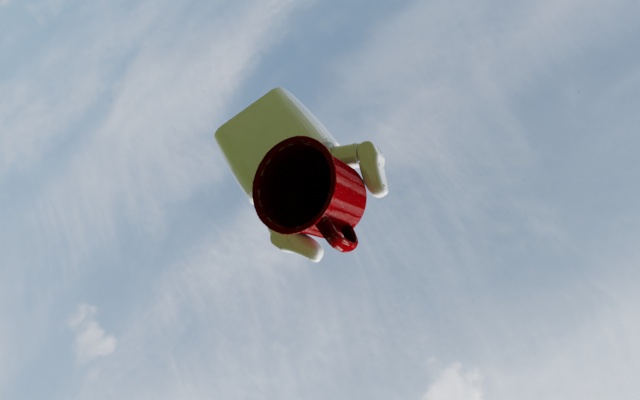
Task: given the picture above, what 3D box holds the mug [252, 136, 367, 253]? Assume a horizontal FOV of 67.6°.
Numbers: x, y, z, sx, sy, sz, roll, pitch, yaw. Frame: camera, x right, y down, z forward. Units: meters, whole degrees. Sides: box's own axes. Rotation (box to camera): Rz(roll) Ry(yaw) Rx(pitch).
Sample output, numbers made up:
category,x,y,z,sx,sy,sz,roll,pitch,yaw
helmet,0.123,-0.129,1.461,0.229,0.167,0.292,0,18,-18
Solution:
category,x,y,z,sx,sy,sz,roll,pitch,yaw
mug,0.001,0.003,0.465,0.093,0.117,0.081,-44,-30,15
